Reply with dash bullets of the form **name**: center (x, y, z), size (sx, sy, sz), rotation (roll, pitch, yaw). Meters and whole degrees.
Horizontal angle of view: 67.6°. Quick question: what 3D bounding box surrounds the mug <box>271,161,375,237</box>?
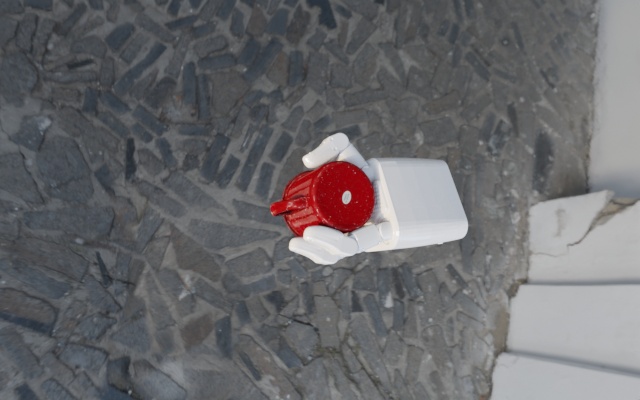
- **mug**: center (-0.001, 0.002, 0.554), size (0.117, 0.093, 0.081), rotation (-4, -8, -25)
